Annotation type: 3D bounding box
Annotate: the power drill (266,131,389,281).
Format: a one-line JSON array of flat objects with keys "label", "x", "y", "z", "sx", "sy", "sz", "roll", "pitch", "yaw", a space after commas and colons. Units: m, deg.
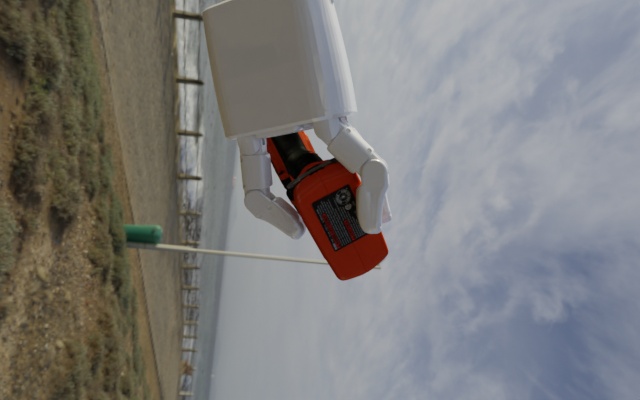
[{"label": "power drill", "x": 0.000, "y": 0.001, "z": 0.482, "sx": 0.057, "sy": 0.184, "sz": 0.187, "roll": -31, "pitch": 27, "yaw": -5}]
